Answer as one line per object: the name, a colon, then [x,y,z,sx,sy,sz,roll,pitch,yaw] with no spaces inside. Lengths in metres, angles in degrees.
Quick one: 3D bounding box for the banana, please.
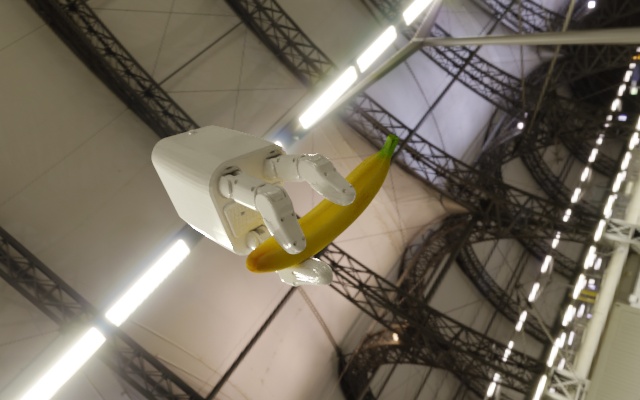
banana: [0.005,0.011,0.469,0.037,0.197,0.070,32,-26,32]
